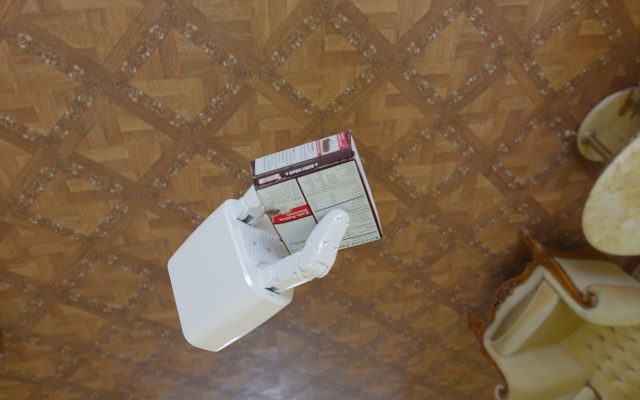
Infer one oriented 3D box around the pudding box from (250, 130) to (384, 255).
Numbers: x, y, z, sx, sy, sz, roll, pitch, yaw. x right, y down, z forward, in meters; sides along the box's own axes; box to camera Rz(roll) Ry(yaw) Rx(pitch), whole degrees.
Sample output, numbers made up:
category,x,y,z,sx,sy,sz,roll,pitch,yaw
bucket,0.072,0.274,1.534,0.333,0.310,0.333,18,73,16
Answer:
category,x,y,z,sx,sy,sz,roll,pitch,yaw
pudding box,0.000,0.002,0.423,0.090,0.039,0.114,-17,-43,7
